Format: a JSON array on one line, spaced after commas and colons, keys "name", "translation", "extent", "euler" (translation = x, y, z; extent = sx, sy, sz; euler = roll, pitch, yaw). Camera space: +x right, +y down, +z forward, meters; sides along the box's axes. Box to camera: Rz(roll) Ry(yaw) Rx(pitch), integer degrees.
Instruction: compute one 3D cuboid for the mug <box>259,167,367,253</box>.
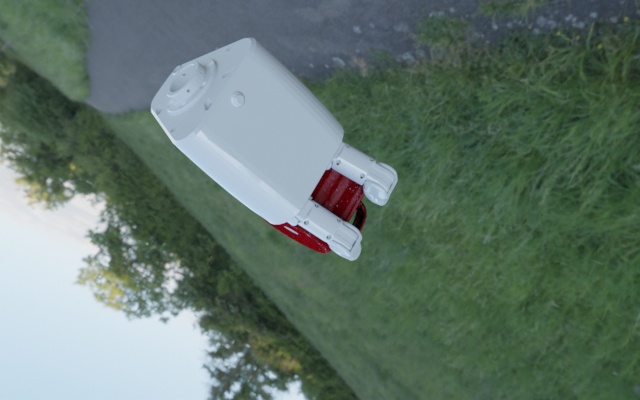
[{"name": "mug", "translation": [0.001, 0.002, 0.451], "extent": [0.093, 0.081, 0.117], "euler": [16, -19, 49]}]
